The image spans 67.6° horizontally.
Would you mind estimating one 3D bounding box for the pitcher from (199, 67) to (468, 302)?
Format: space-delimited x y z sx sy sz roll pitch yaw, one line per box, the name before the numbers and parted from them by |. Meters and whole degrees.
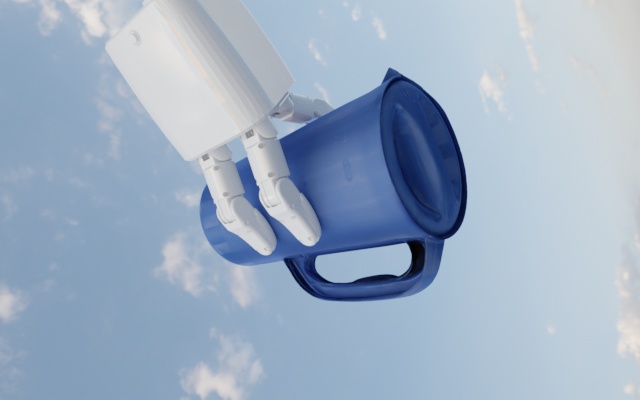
pitcher | 0.000 0.001 0.440 0.243 0.145 0.149 -18 28 39
